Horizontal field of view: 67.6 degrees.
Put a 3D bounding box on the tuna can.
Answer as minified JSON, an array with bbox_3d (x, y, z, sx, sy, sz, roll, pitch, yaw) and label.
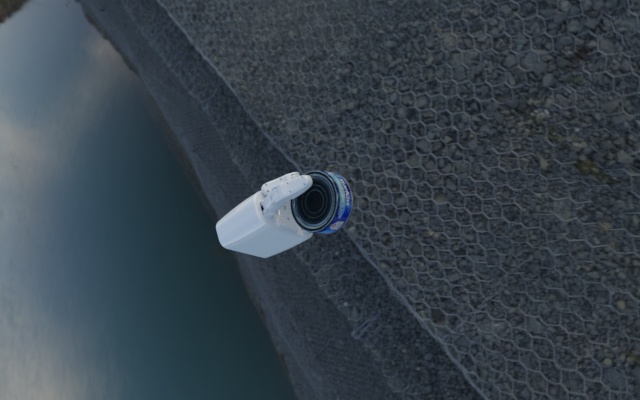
[{"bbox_3d":[0.000,0.002,0.647,0.086,0.086,0.034,0,-4,39],"label":"tuna can"}]
